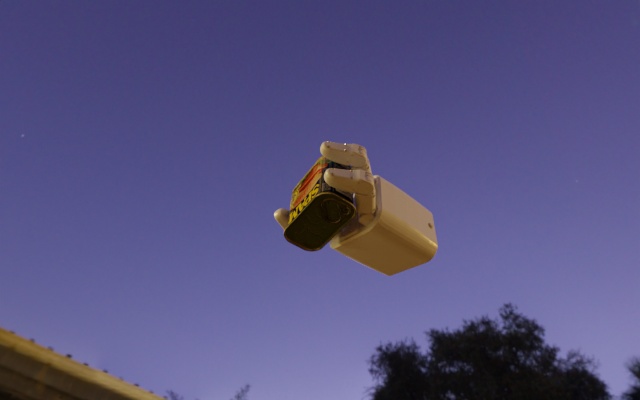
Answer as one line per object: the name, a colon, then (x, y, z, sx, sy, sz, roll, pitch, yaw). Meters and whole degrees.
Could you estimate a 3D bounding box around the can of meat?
can of meat: (0.000, 0.002, 0.621, 0.057, 0.083, 0.102, 29, -53, -20)
